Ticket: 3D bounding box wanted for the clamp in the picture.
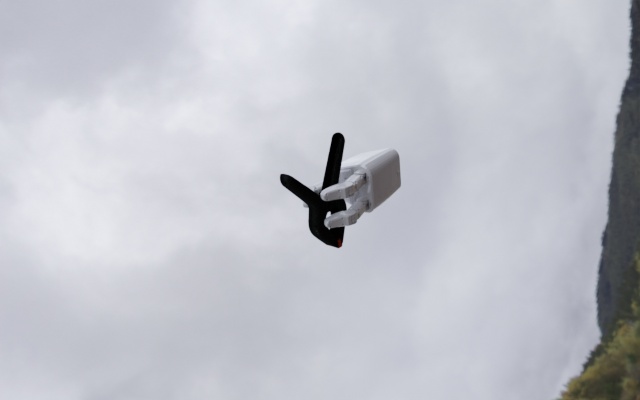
[{"bbox_3d":[0.000,0.003,0.849,0.036,0.210,0.164,14,34,38],"label":"clamp"}]
